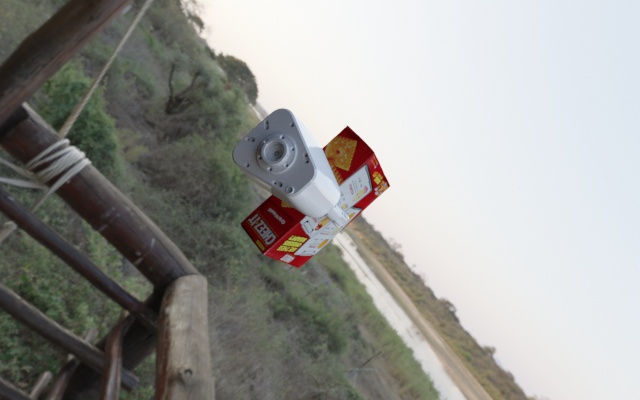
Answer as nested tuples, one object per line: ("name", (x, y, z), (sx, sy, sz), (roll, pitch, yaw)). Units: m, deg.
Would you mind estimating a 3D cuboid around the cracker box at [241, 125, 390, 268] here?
("cracker box", (0.000, 0.002, 0.749), (0.214, 0.072, 0.164), (-42, -22, 2))
